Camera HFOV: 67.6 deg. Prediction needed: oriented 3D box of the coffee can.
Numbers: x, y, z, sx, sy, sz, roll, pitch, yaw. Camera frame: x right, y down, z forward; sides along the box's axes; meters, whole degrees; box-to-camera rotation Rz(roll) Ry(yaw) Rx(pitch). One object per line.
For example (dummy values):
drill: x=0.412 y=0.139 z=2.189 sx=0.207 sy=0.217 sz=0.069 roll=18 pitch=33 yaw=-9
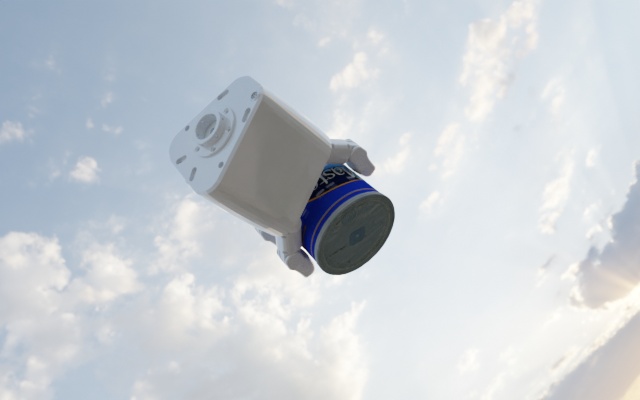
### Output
coffee can: x=0.000 y=0.002 z=0.542 sx=0.103 sy=0.103 sz=0.140 roll=0 pitch=31 yaw=-41
